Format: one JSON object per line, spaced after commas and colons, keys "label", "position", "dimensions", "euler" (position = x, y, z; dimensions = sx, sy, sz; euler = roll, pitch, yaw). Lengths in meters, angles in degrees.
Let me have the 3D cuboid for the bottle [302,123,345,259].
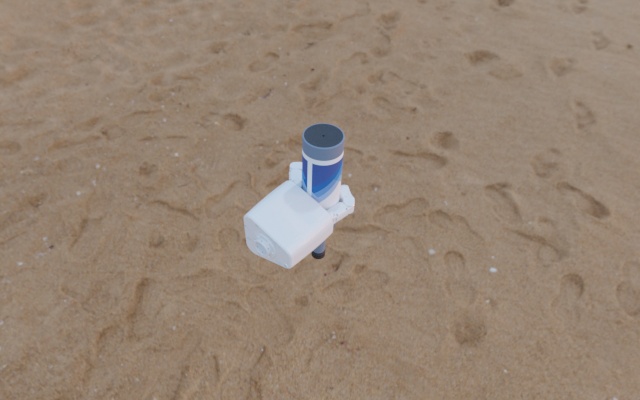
{"label": "bottle", "position": [0.000, 0.003, 0.849], "dimensions": [0.069, 0.296, 0.069], "euler": [1, 45, -1]}
